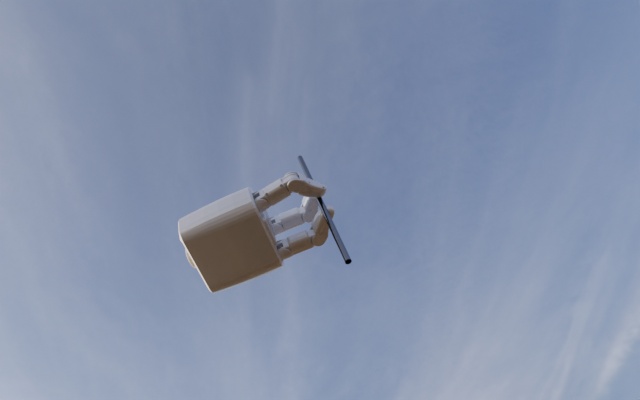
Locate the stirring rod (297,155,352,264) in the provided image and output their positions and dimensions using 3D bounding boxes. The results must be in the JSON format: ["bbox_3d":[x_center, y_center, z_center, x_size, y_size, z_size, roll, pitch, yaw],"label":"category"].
[{"bbox_3d":[0.000,0.002,0.637,0.011,0.011,0.239,0,34,-19],"label":"stirring rod"}]
